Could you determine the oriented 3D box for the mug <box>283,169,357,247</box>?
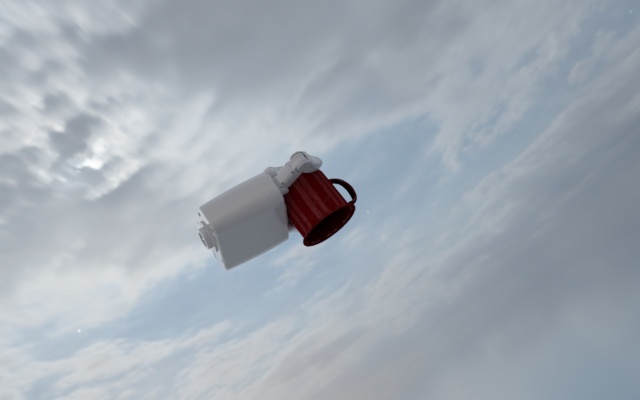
[{"bbox_3d":[0.001,0.001,0.704,0.117,0.081,0.093,-28,-23,-25],"label":"mug"}]
